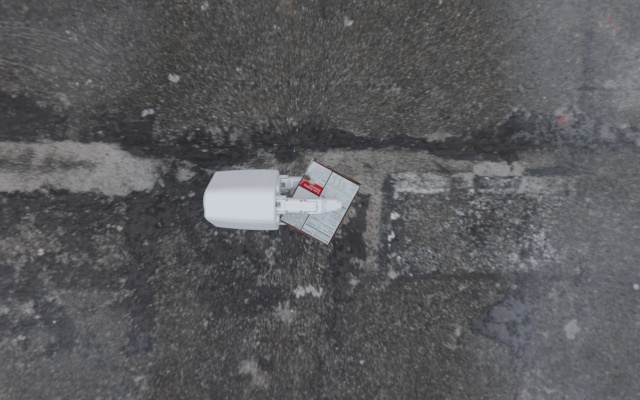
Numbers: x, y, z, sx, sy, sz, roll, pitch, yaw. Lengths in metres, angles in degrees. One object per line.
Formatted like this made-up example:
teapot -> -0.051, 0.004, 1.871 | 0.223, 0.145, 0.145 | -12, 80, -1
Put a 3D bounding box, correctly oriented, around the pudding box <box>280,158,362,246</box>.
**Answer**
pudding box -> 0.000, 0.002, 0.754 | 0.090, 0.113, 0.039 | 29, 6, -2
